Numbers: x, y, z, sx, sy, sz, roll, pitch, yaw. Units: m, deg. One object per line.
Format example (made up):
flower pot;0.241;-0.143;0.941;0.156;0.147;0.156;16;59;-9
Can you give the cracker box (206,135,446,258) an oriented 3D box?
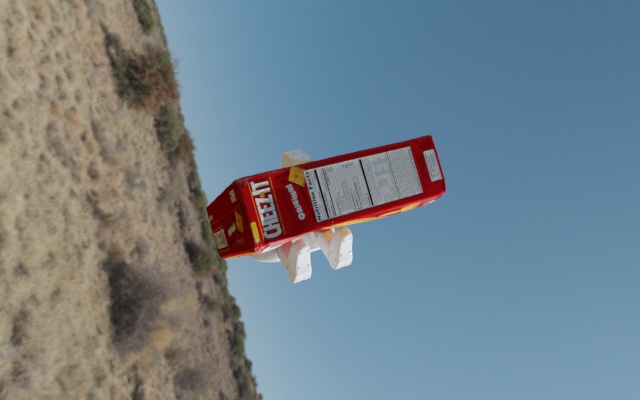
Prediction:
cracker box;0.000;0.001;0.516;0.213;0.072;0.164;-15;-4;-23
